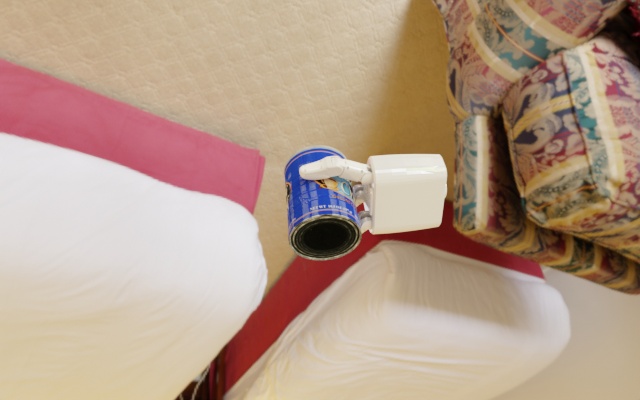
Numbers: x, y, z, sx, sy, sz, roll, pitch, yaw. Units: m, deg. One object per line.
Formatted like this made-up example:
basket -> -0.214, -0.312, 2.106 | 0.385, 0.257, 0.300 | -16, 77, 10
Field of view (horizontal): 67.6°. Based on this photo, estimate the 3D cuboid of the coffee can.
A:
coffee can -> 0.000, 0.002, 0.707 | 0.103, 0.140, 0.103 | -4, -42, -4
